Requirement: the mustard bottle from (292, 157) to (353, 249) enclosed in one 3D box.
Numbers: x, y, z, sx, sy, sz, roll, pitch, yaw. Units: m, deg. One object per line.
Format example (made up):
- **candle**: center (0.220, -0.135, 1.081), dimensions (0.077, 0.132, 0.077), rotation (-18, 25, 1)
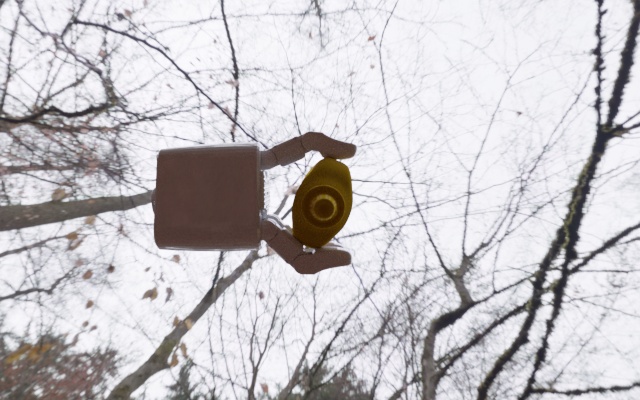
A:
- **mustard bottle**: center (0.000, 0.002, 0.516), dimensions (0.058, 0.096, 0.191), rotation (22, 2, -2)
